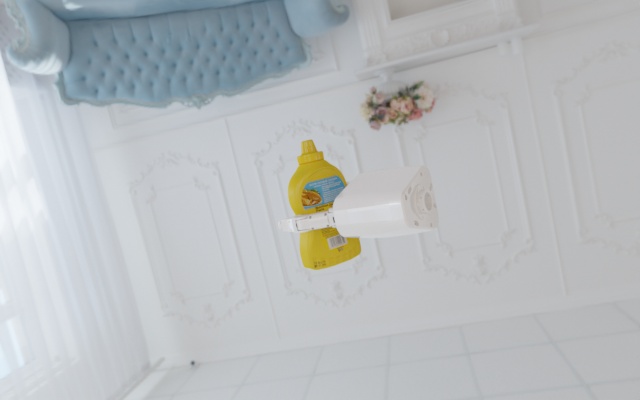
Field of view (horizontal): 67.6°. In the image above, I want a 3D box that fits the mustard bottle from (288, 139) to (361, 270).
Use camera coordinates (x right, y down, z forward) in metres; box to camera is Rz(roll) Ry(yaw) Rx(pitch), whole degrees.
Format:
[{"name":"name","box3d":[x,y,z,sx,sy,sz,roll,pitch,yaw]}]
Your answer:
[{"name":"mustard bottle","box3d":[0.000,0.003,0.729,0.096,0.191,0.058,-16,7,-28]}]
